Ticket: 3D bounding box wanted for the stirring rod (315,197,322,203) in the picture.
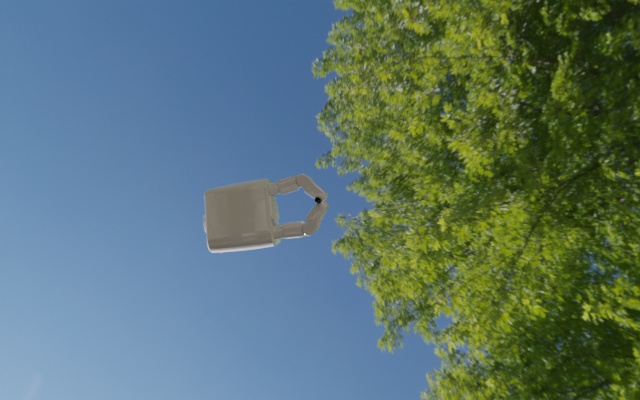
[{"bbox_3d":[0.000,0.003,0.818,0.011,0.011,0.239,0,-2,2],"label":"stirring rod"}]
